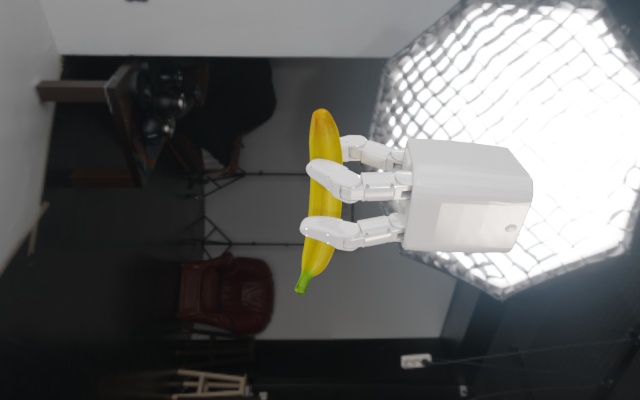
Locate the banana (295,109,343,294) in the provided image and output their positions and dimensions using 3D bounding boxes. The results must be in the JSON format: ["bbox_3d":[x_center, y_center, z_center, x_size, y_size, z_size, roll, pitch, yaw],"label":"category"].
[{"bbox_3d":[0.003,-0.001,0.508,0.037,0.198,0.069,7,18,8],"label":"banana"}]
